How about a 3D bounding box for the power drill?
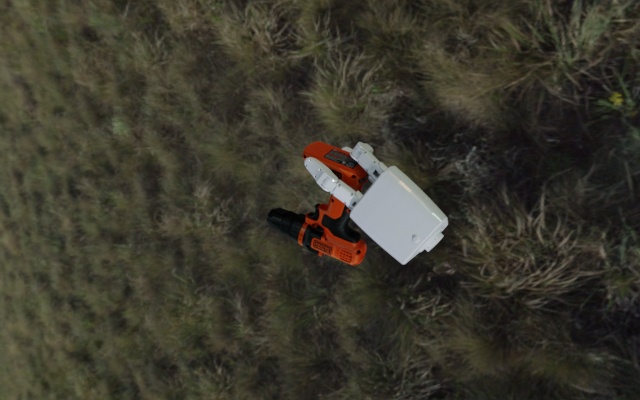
[{"bbox_3d":[0.000,0.002,0.776,0.184,0.188,0.057,21,37,16],"label":"power drill"}]
